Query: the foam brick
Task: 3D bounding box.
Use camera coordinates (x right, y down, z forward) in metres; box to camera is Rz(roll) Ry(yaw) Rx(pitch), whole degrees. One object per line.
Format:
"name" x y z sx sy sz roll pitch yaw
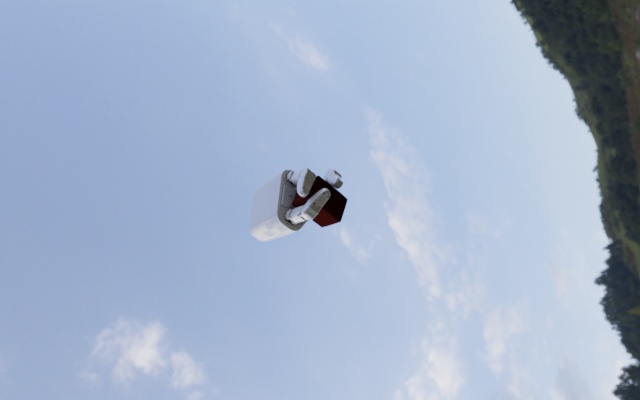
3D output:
"foam brick" 0.000 0.003 0.855 0.078 0.053 0.051 39 -38 -23
